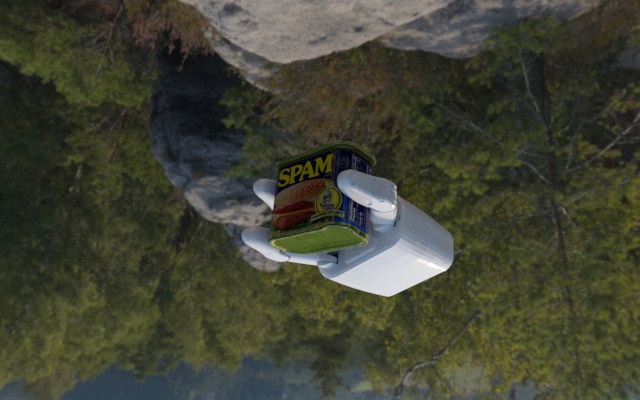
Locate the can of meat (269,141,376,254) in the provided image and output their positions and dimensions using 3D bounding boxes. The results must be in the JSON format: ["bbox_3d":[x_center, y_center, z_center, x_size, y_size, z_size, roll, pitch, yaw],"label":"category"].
[{"bbox_3d":[0.000,0.002,0.454,0.102,0.084,0.057,-15,-31,38],"label":"can of meat"}]
